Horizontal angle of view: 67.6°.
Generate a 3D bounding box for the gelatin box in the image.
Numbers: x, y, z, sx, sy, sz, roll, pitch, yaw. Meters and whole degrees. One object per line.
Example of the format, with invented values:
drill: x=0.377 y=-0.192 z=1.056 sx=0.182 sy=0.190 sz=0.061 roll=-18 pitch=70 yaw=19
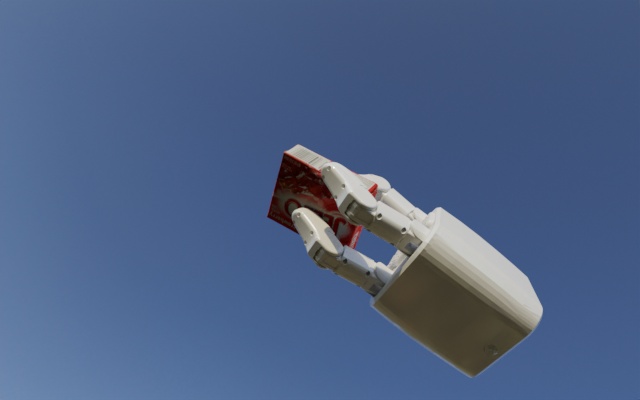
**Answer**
gelatin box: x=0.000 y=0.001 z=0.438 sx=0.089 sy=0.073 sz=0.030 roll=28 pitch=32 yaw=17
